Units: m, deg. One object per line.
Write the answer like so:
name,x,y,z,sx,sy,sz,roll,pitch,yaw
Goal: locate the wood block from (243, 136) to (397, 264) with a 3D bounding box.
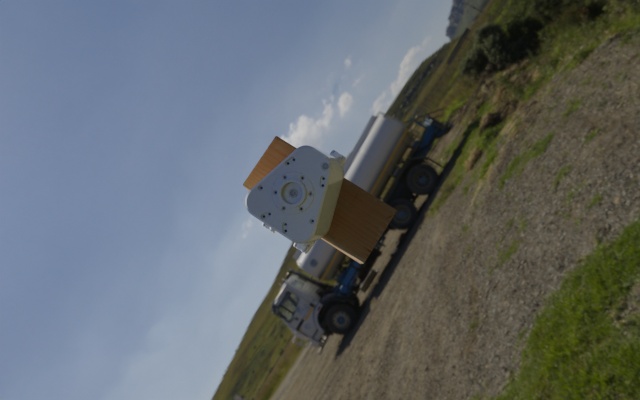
wood block,0.000,0.002,0.719,0.206,0.091,0.090,33,-6,6
